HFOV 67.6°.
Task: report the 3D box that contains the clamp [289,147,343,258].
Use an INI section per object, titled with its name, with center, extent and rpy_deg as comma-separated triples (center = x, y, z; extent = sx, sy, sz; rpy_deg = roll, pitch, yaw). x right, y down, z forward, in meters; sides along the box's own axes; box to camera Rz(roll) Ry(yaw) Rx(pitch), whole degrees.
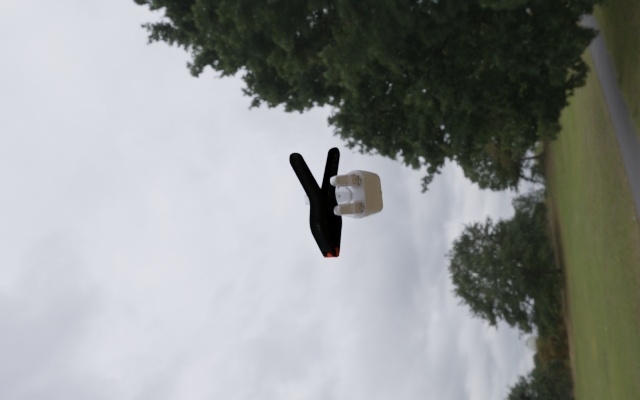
[clamp]
center = 0.000, 0.003, 0.870
extent = 0.036, 0.210, 0.164
rpy_deg = -5, 0, 30
